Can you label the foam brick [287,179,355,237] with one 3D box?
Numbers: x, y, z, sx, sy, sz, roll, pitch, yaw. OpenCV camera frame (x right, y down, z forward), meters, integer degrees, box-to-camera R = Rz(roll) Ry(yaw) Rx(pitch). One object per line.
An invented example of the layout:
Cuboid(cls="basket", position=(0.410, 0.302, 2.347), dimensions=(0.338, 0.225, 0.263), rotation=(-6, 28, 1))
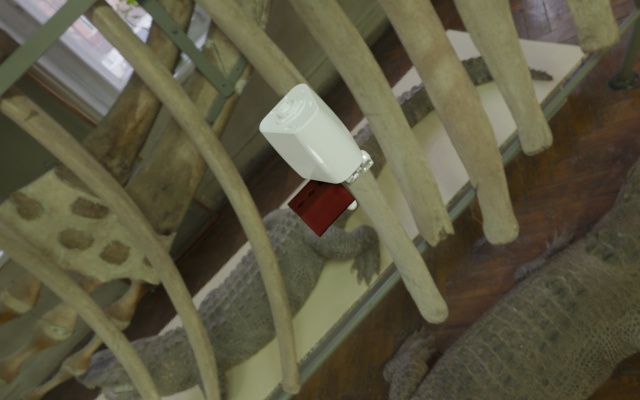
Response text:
Cuboid(cls="foam brick", position=(0.000, 0.003, 0.706), dimensions=(0.051, 0.078, 0.053), rotation=(45, -3, -36))
